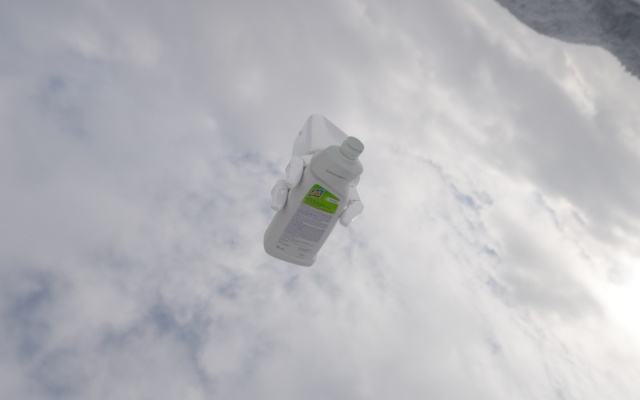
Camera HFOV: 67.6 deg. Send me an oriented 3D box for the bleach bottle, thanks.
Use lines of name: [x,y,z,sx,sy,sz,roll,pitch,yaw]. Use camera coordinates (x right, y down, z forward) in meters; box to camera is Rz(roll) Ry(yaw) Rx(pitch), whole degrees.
bleach bottle: [0.000,0.002,0.753,0.102,0.068,0.251,18,-49,-21]
